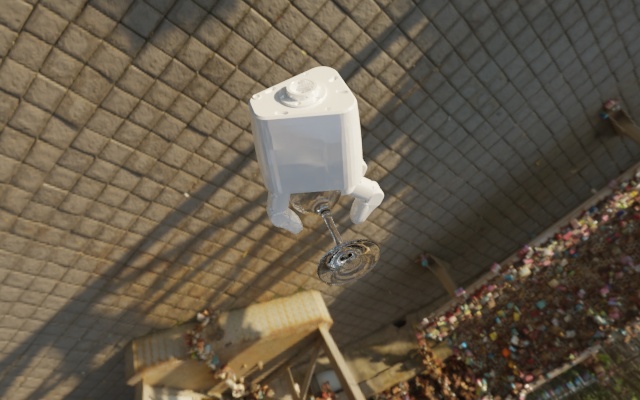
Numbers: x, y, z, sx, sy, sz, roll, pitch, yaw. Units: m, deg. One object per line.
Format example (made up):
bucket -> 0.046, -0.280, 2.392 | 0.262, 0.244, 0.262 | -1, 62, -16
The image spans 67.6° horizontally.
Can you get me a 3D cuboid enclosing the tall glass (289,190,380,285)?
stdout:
tall glass -> 0.000, 0.003, 0.591 | 0.079, 0.079, 0.201 | 0, 42, -25
